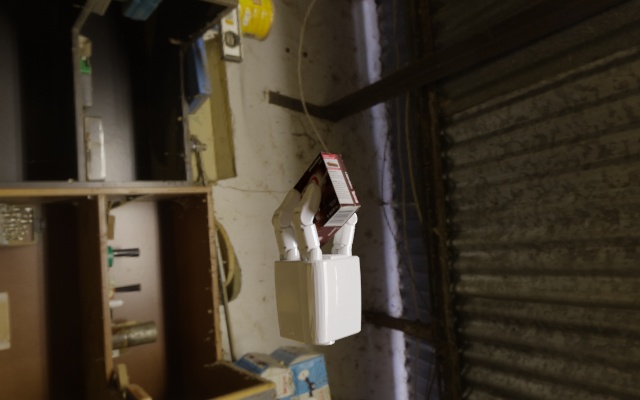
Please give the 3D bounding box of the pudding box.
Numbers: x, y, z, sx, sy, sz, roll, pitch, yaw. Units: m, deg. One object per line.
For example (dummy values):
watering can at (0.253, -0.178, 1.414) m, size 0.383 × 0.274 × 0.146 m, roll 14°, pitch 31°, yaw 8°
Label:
pudding box at (0.000, 0.002, 0.662) m, size 0.039 × 0.090 × 0.113 m, roll 2°, pitch -35°, yaw -36°
